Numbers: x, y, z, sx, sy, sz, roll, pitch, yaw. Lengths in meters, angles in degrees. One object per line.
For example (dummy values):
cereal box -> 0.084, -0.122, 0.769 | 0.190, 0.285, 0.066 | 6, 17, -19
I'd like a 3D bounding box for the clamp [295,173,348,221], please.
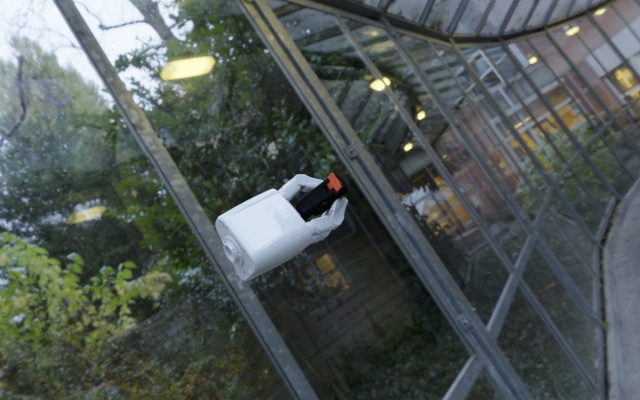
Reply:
clamp -> 0.000, 0.002, 0.821 | 0.164, 0.036, 0.210 | -27, -10, -31
